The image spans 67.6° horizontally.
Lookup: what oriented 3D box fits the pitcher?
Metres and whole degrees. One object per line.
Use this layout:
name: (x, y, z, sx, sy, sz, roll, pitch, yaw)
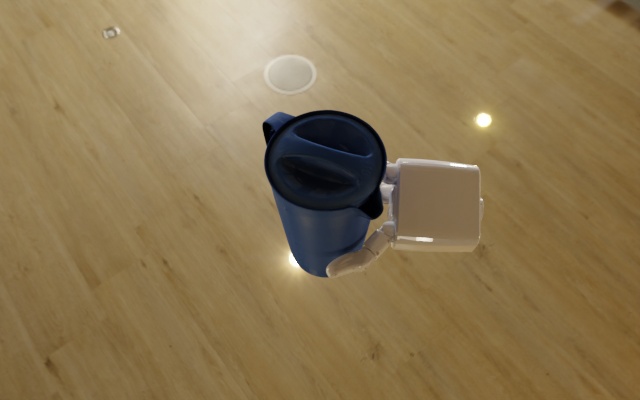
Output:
pitcher: (0.000, 0.002, 0.618, 0.145, 0.149, 0.243, 1, -29, 1)
